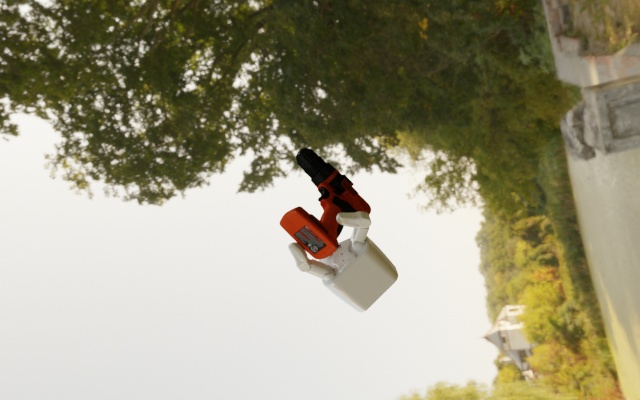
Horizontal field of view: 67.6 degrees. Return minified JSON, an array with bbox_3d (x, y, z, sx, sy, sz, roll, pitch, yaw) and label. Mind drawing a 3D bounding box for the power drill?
[{"bbox_3d":[0.000,0.003,0.864,0.057,0.184,0.187,-42,7,39],"label":"power drill"}]
